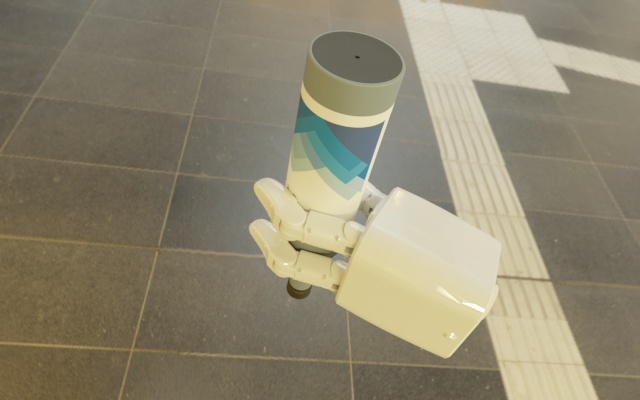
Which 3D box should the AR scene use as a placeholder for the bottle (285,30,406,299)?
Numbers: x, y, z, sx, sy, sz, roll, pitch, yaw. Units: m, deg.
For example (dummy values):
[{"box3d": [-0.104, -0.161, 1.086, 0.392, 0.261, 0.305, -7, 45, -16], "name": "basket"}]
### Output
[{"box3d": [0.000, 0.001, 0.424, 0.069, 0.069, 0.296, 0, -41, -13], "name": "bottle"}]
